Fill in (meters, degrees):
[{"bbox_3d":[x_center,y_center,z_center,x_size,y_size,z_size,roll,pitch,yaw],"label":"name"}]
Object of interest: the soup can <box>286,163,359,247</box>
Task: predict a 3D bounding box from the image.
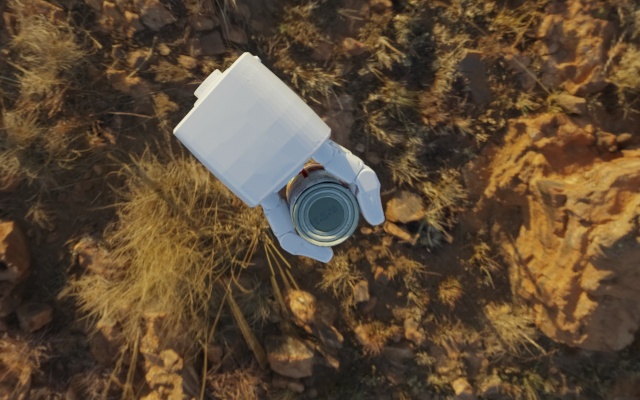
[{"bbox_3d":[0.000,0.002,0.509,0.068,0.068,0.102,0,15,-7],"label":"soup can"}]
